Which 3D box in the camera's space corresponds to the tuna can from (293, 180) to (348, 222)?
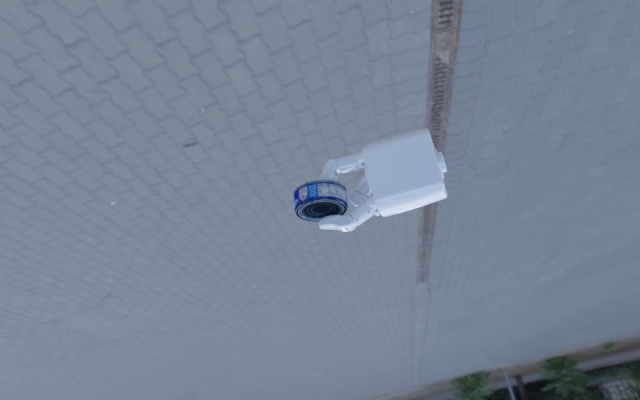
[{"bbox_3d":[0.000,0.003,0.759,0.086,0.033,0.086,-4,-26,-2],"label":"tuna can"}]
